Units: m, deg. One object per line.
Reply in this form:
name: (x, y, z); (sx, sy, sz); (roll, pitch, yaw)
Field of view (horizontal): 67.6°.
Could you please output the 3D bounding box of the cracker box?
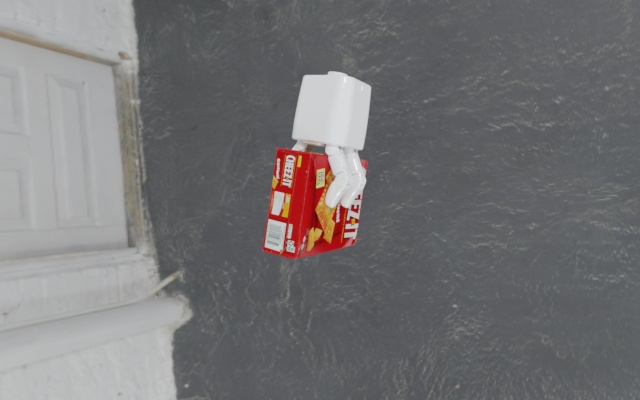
cracker box: (0.000, 0.003, 0.803); (0.072, 0.164, 0.213); (12, 7, 29)
